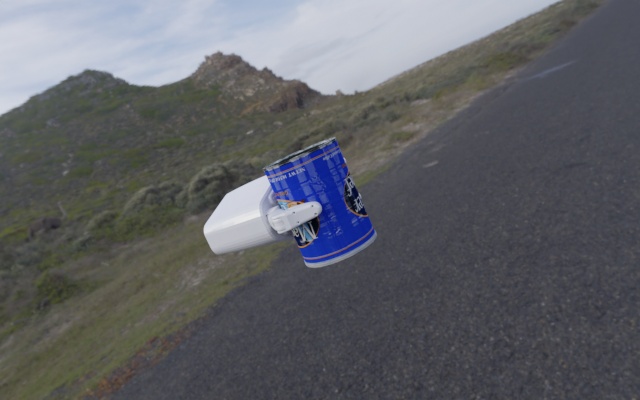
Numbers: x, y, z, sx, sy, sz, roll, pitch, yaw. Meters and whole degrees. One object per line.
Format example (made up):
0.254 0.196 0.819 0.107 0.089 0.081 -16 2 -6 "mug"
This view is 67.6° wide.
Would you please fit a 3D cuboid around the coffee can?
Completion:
0.000 0.002 0.623 0.103 0.140 0.103 -23 9 4 "coffee can"
